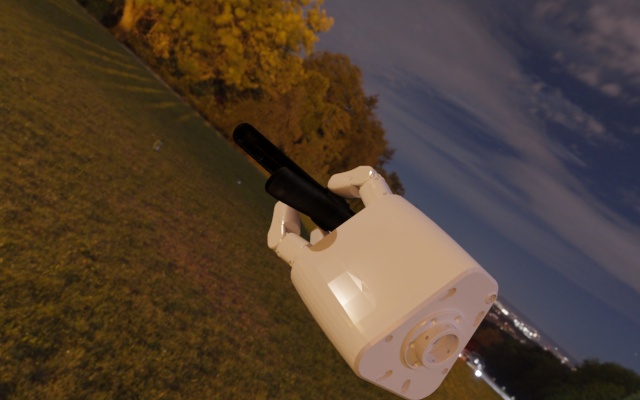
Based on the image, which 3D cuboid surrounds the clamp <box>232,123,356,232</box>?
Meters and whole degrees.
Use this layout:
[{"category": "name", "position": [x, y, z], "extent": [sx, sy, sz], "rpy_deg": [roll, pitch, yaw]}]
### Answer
[{"category": "clamp", "position": [0.001, 0.001, 0.479], "extent": [0.210, 0.036, 0.164], "rpy_deg": [38, 7, -36]}]
